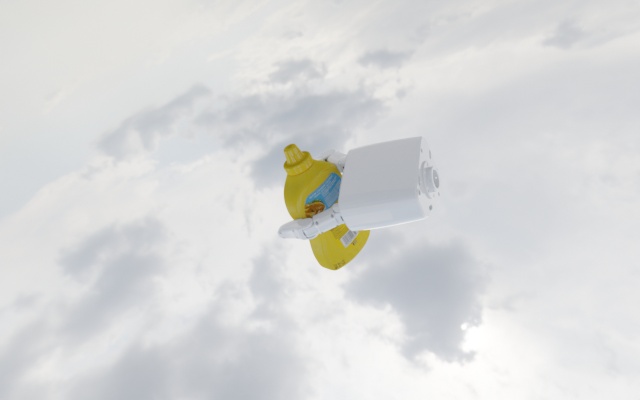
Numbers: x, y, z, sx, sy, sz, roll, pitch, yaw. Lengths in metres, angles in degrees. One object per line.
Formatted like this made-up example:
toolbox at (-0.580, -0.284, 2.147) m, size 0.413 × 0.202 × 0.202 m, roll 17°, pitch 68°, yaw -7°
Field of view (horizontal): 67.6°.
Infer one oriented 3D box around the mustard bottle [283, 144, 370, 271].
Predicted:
mustard bottle at (0.000, 0.002, 0.677) m, size 0.096 × 0.192 × 0.058 m, roll -45°, pitch 33°, yaw -25°
